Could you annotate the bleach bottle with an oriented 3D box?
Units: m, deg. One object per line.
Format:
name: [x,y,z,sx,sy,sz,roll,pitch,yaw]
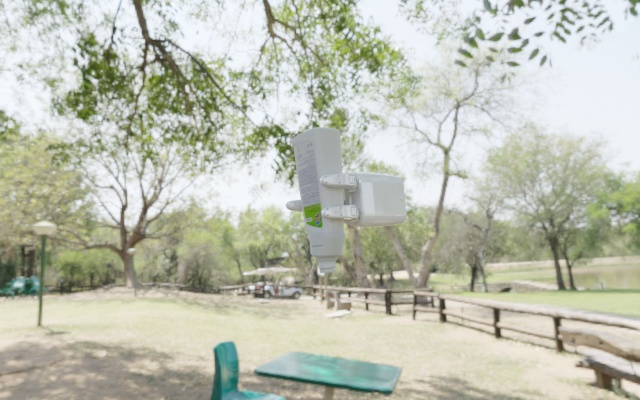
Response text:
bleach bottle: [0.000,0.003,0.855,0.068,0.251,0.102,0,-8,-30]
